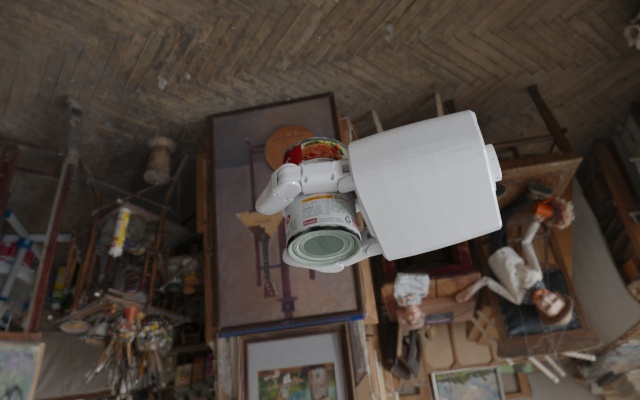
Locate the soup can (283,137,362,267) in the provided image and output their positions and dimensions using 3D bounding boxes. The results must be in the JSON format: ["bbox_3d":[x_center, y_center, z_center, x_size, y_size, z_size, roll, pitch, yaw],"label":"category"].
[{"bbox_3d":[0.000,0.002,0.444,0.068,0.102,0.069,-3,-35,-2],"label":"soup can"}]
